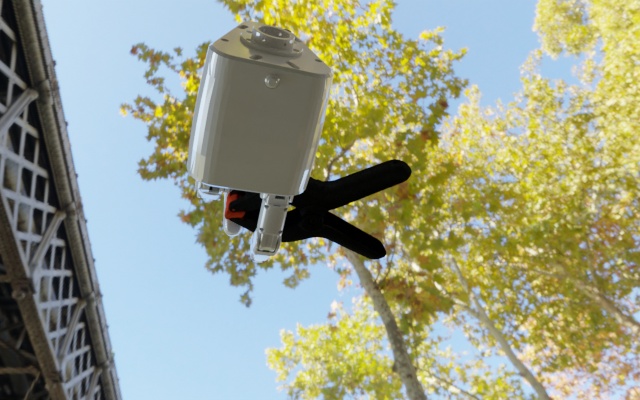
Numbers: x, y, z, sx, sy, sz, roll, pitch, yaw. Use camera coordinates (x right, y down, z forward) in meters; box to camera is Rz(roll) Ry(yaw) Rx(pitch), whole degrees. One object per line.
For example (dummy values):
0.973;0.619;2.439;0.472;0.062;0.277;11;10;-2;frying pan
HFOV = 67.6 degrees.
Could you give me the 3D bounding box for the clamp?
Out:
0.000;0.001;0.449;0.171;0.120;0.039;8;34;-15;clamp
